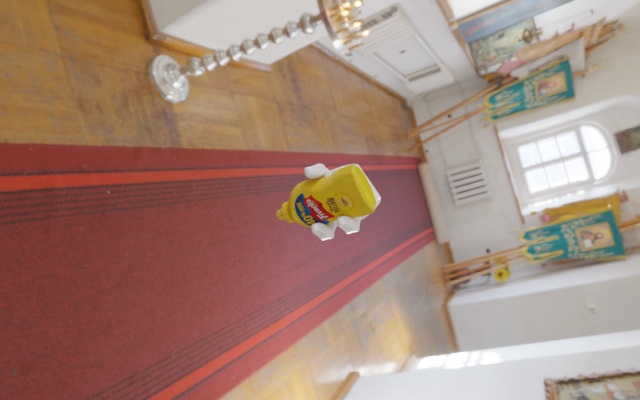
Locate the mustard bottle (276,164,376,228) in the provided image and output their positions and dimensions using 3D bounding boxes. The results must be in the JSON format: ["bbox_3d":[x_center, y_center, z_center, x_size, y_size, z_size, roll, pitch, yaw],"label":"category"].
[{"bbox_3d":[0.000,0.003,0.895,0.191,0.096,0.058,-17,30,26],"label":"mustard bottle"}]
